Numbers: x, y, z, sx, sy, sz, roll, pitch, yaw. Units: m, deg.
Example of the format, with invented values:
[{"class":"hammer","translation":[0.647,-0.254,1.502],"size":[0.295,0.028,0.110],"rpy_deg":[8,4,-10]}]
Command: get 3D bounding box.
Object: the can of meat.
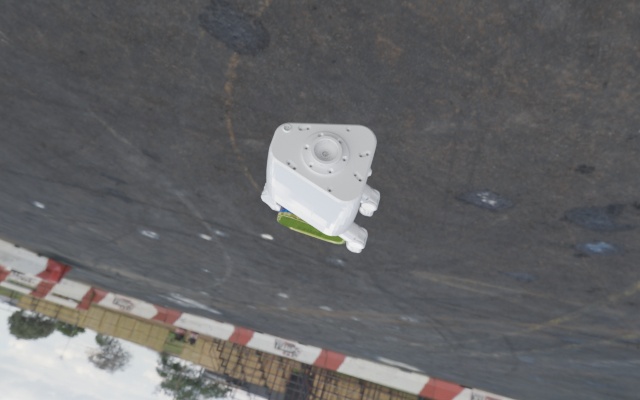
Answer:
[{"class":"can of meat","translation":[0.000,0.002,0.636],"size":[0.102,0.084,0.057],"rpy_deg":[18,-21,-2]}]
